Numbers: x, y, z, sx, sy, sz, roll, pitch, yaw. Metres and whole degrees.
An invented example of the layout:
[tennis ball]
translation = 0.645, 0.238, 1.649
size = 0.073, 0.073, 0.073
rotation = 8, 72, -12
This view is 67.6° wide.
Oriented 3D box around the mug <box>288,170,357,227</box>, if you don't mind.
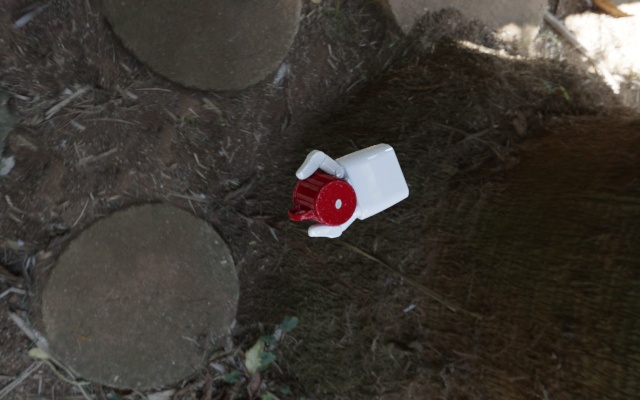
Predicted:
[mug]
translation = -0.001, 0.003, 0.821
size = 0.117, 0.093, 0.081
rotation = -25, 20, -20
